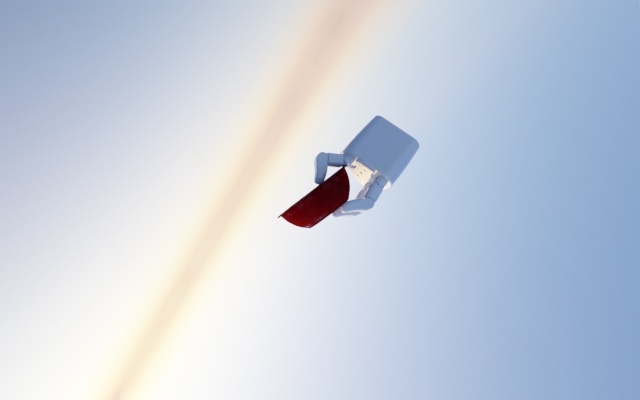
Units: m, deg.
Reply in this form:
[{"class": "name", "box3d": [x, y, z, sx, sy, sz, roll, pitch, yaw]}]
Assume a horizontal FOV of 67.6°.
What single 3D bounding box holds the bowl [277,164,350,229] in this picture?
[{"class": "bowl", "box3d": [-0.001, 0.004, 0.877, 0.162, 0.055, 0.162, -37, 1, 1]}]
